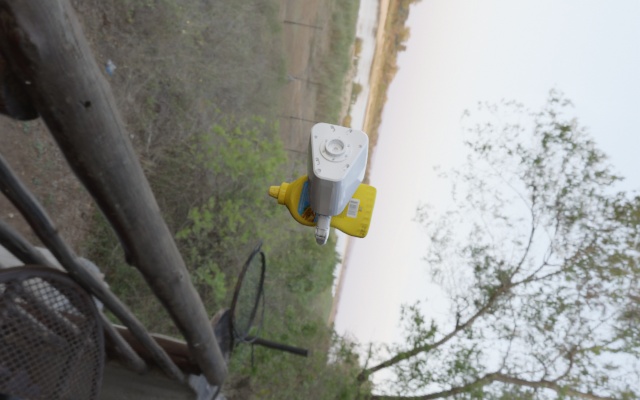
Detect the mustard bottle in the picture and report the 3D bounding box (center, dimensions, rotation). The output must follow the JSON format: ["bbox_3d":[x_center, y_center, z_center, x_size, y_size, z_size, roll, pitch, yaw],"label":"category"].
[{"bbox_3d":[0.000,0.003,0.866,0.191,0.096,0.058,13,-5,5],"label":"mustard bottle"}]
